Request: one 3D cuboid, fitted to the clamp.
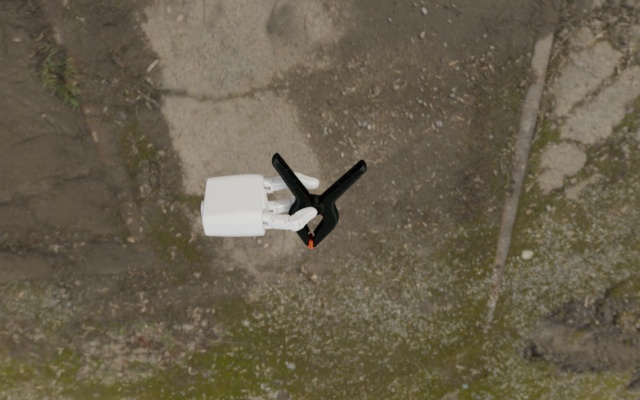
[{"bbox_3d":[0.000,0.004,0.878,0.164,0.210,0.036,0,37,2],"label":"clamp"}]
